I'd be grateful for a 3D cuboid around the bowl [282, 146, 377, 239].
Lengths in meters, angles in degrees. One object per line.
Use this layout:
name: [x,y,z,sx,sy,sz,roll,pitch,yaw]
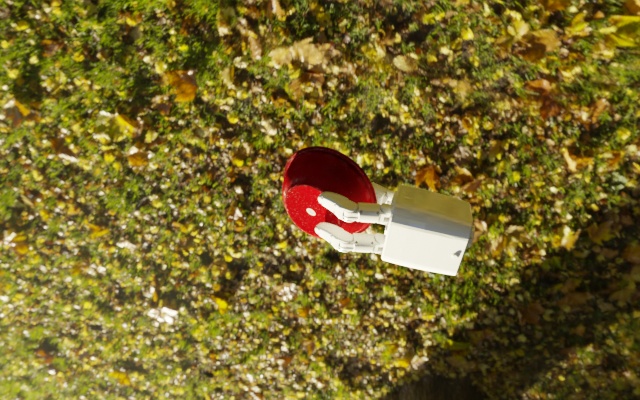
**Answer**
bowl: [-0.001,0.002,0.715,0.162,0.162,0.055,0,31,34]
